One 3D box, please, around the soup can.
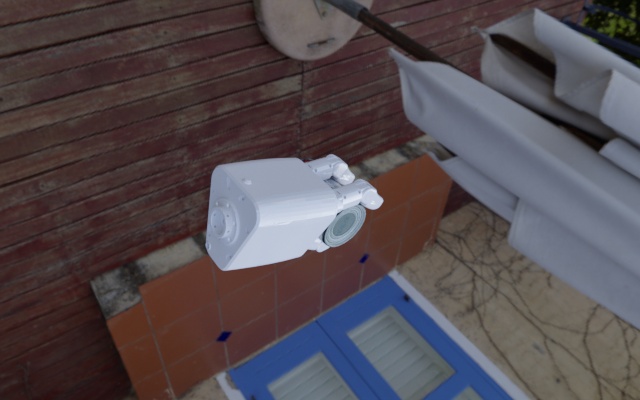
[{"bbox_3d":[0.001,0.002,0.605,0.068,0.068,0.102,0,35,-47],"label":"soup can"}]
